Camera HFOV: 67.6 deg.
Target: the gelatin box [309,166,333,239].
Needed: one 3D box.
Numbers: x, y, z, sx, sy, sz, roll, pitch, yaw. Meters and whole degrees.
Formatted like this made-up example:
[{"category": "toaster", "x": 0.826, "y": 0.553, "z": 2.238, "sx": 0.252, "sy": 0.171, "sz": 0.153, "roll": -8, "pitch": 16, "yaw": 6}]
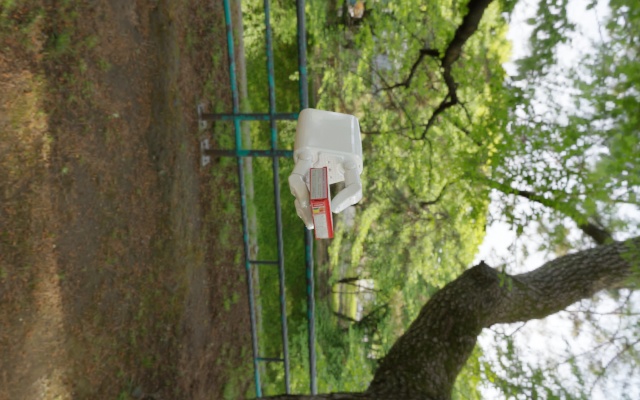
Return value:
[{"category": "gelatin box", "x": 0.001, "y": 0.003, "z": 0.720, "sx": 0.030, "sy": 0.073, "sz": 0.089, "roll": -5, "pitch": 36, "yaw": 2}]
